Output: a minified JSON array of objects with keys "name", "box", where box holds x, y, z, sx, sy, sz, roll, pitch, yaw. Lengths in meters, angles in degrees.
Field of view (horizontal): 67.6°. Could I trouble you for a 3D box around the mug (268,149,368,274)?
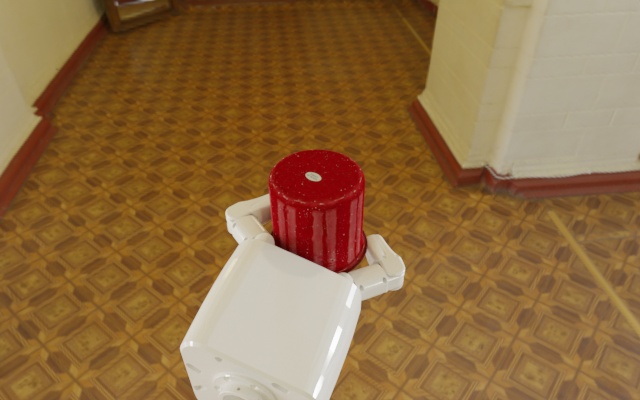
[{"name":"mug","box":[0.000,0.000,0.432,0.093,0.082,0.117,9,41,11]}]
